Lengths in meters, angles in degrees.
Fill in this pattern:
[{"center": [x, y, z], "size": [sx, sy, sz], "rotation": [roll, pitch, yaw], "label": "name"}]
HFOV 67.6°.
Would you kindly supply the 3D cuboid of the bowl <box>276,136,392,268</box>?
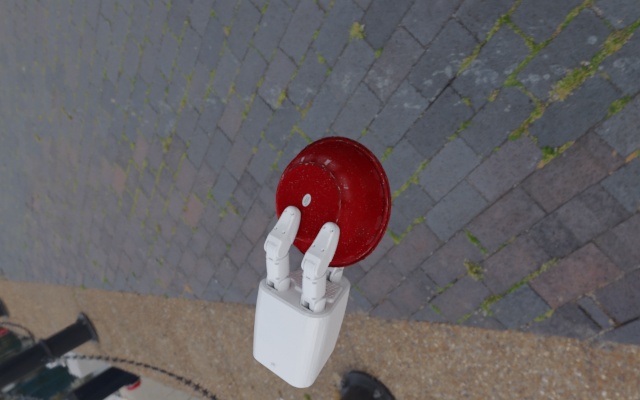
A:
[{"center": [0.000, 0.001, 0.566], "size": [0.162, 0.162, 0.055], "rotation": [0, 0, 35], "label": "bowl"}]
